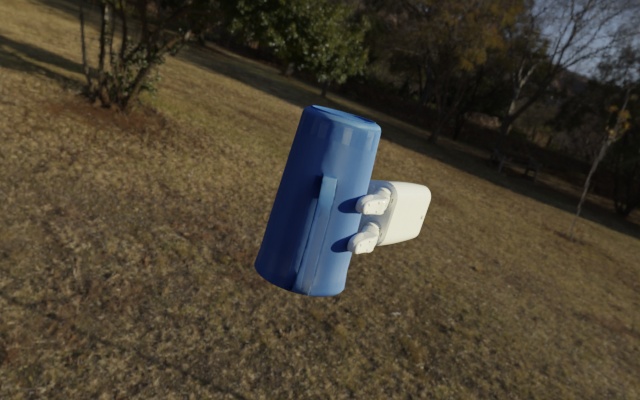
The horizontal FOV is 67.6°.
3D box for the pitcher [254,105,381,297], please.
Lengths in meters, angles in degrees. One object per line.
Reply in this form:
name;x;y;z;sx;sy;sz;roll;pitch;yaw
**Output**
pitcher;0.000;0.002;0.649;0.145;0.243;0.149;0;20;-46
